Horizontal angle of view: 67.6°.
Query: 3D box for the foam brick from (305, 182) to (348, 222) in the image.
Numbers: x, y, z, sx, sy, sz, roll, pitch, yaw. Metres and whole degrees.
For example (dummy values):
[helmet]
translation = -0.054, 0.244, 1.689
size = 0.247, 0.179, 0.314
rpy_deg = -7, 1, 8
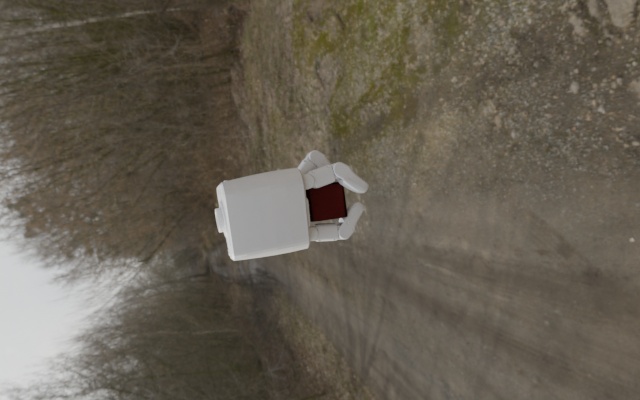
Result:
[foam brick]
translation = 0.000, 0.002, 0.693
size = 0.051, 0.053, 0.078
rpy_deg = -8, -1, -17
